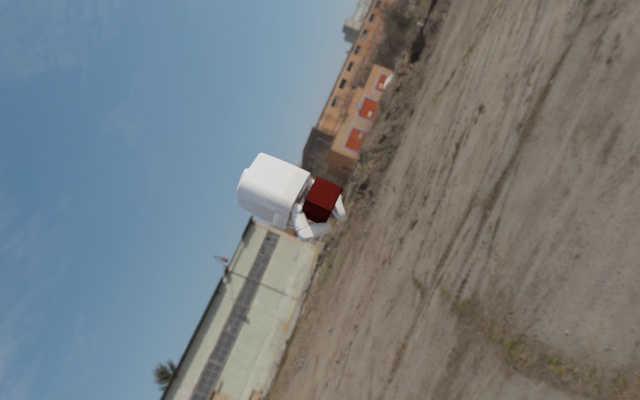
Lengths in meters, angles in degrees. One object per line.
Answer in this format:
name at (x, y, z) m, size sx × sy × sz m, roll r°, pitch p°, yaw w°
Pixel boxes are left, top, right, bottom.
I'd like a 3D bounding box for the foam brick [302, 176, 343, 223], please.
foam brick at (0.000, 0.003, 0.851) m, size 0.051 × 0.053 × 0.078 m, roll 27°, pitch -26°, yaw 2°
